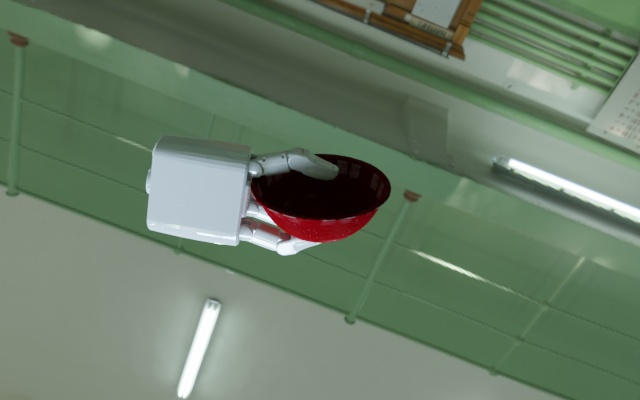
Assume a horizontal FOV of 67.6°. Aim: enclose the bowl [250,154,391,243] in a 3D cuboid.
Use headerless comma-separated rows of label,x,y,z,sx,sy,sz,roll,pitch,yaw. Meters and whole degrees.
bowl,0.001,0.002,0.562,0.162,0.055,0.162,0,30,0
